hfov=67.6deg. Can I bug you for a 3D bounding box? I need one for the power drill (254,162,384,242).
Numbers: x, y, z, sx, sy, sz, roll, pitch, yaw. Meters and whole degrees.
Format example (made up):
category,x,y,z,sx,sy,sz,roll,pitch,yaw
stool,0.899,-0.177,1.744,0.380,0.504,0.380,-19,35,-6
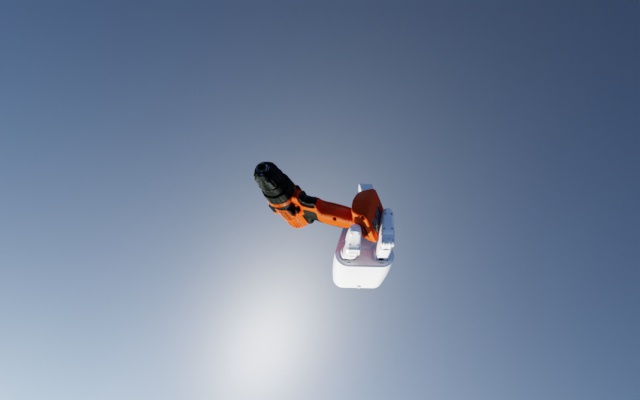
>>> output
category,x,y,z,sx,sy,sz,roll,pitch,yaw
power drill,0.001,0.003,0.761,0.187,0.057,0.184,12,-21,24
